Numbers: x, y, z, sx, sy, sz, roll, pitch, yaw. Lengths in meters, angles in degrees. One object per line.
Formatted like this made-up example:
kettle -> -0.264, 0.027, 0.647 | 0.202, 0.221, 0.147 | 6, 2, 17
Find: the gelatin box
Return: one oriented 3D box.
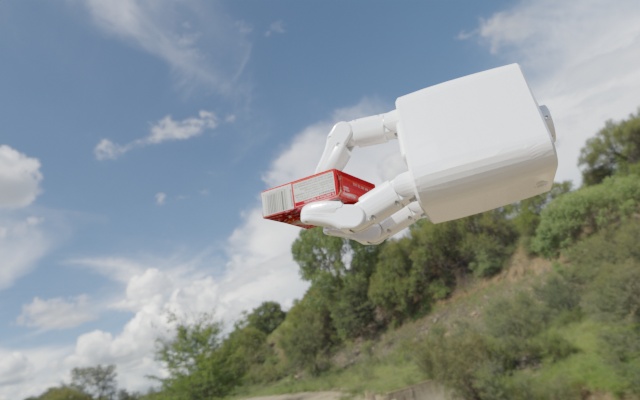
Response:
gelatin box -> 0.000, 0.001, 0.459 | 0.089, 0.030, 0.073 | -16, -19, 31
